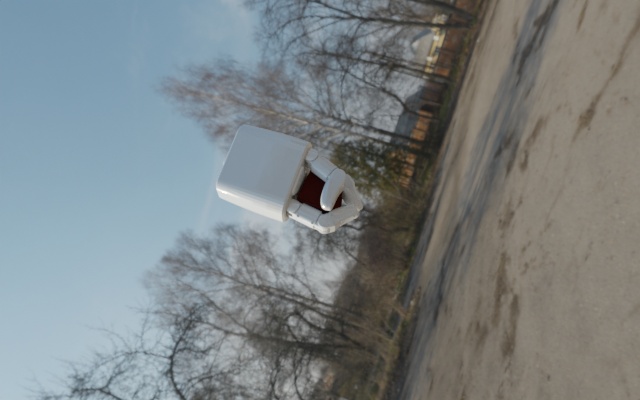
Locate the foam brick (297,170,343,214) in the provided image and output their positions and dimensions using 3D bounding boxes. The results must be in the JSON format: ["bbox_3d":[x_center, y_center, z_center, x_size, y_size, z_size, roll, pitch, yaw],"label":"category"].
[{"bbox_3d":[0.000,0.003,0.694,0.051,0.053,0.078,19,-27,10],"label":"foam brick"}]
